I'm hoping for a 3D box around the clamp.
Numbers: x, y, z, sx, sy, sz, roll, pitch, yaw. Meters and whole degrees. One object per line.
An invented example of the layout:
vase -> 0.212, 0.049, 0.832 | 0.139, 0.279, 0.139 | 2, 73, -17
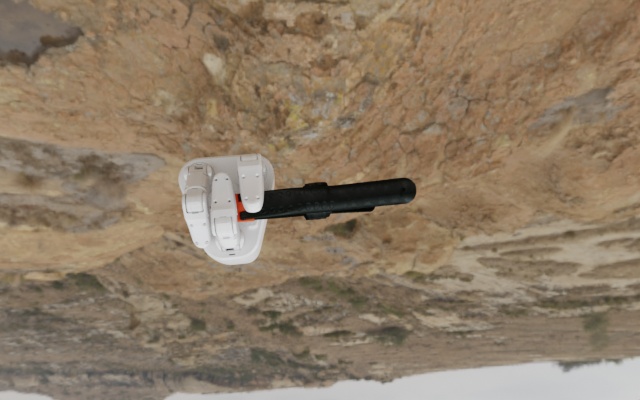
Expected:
clamp -> 0.000, 0.002, 0.488 | 0.171, 0.039, 0.120 | -3, -11, -6
